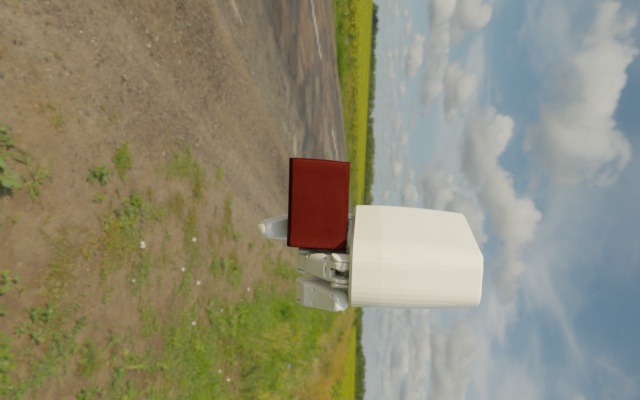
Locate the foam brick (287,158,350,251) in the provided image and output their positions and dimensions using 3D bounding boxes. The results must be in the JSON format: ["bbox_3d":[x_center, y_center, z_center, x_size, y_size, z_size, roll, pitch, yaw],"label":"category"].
[{"bbox_3d":[0.000,0.001,0.429,0.051,0.078,0.053,2,5,6],"label":"foam brick"}]
